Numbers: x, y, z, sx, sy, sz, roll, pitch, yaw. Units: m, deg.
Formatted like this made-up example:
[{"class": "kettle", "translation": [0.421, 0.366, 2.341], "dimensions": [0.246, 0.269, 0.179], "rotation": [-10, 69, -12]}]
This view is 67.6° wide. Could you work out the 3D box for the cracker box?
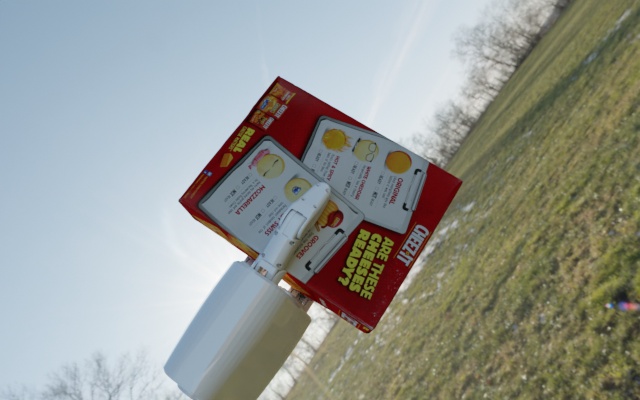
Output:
[{"class": "cracker box", "translation": [0.000, 0.001, 0.470], "dimensions": [0.213, 0.164, 0.072], "rotation": [32, -16, 11]}]
